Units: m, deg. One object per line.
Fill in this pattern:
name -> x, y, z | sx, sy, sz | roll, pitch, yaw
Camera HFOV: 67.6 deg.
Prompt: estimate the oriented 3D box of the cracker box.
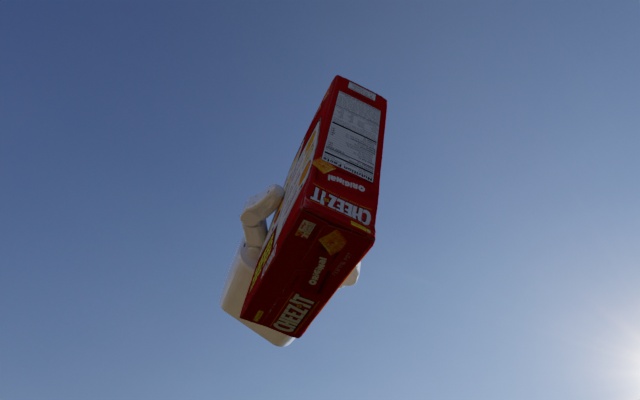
cracker box -> 0.000, 0.001, 0.477 | 0.072, 0.164, 0.213 | 22, 41, -9
